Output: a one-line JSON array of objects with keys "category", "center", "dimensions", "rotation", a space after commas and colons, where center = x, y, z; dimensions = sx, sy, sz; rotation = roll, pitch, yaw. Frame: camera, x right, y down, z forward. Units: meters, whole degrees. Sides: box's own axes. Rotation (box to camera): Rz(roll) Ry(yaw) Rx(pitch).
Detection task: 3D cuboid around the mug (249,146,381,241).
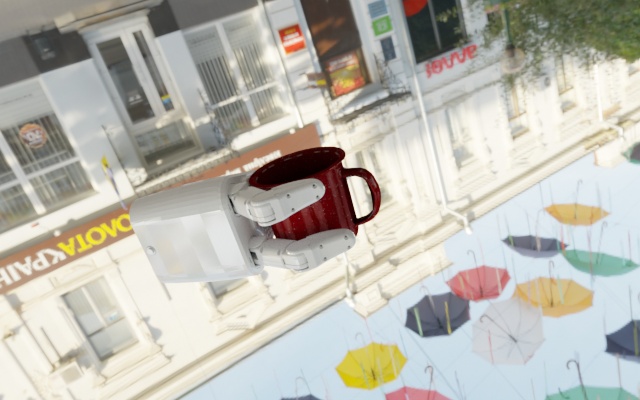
[{"category": "mug", "center": [0.001, 0.001, 0.449], "dimensions": [0.117, 0.081, 0.093], "rotation": [-9, 23, 19]}]
